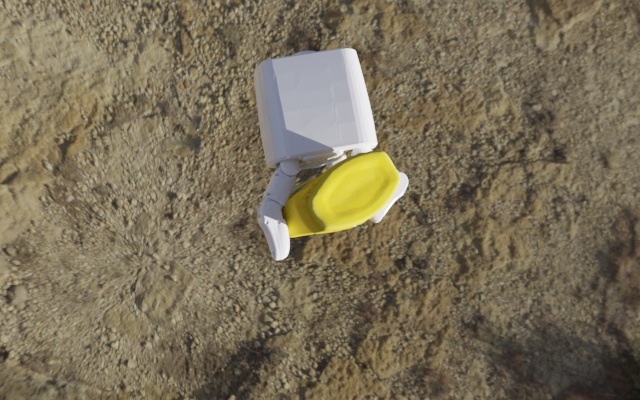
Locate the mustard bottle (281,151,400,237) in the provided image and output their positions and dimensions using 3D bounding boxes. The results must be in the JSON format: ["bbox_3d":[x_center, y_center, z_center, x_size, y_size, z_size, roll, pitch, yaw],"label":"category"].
[{"bbox_3d":[0.000,0.002,0.507,0.096,0.058,0.191,-35,6,-21],"label":"mustard bottle"}]
